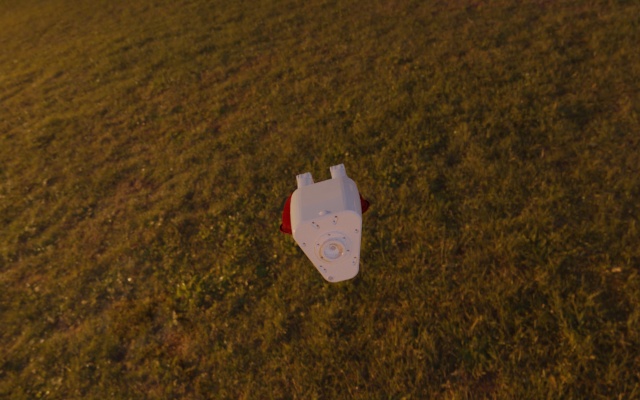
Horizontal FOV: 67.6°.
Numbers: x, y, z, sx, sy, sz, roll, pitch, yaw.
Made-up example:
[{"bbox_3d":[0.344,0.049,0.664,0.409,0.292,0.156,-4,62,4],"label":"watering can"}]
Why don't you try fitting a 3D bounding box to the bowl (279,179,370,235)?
[{"bbox_3d":[0.000,0.002,0.817,0.162,0.055,0.162,-15,13,4],"label":"bowl"}]
